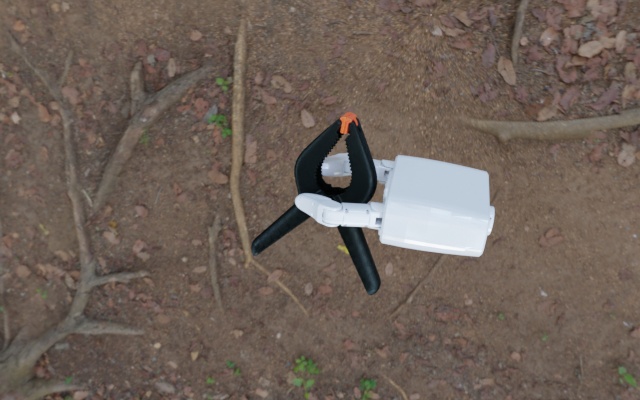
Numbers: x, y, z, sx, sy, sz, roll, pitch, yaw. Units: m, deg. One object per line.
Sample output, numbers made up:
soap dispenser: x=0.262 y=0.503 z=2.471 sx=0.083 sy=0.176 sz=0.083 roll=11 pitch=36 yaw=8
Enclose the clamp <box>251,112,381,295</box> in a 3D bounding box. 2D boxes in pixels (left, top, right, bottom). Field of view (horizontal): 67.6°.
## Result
clamp: x=0.000 y=0.002 z=0.549 sx=0.164 sy=0.210 sz=0.036 roll=10 pitch=23 yaw=12
